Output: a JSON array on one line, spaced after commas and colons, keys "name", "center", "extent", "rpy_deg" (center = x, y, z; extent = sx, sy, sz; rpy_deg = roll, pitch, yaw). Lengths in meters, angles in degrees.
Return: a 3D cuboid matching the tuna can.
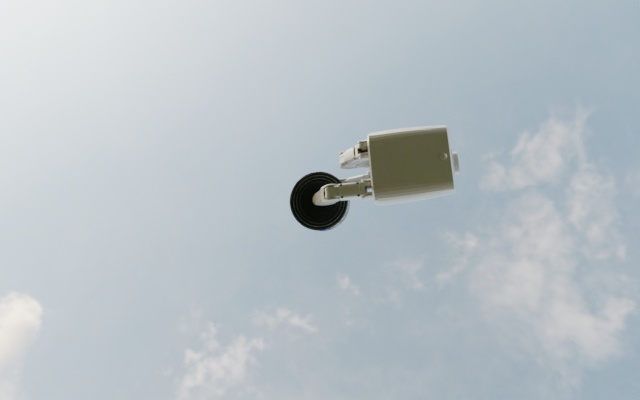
[{"name": "tuna can", "center": [0.000, 0.002, 0.705], "extent": [0.086, 0.086, 0.034], "rpy_deg": [0, -7, 11]}]
